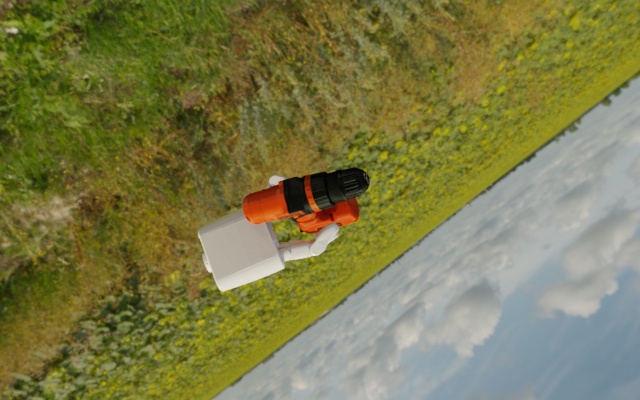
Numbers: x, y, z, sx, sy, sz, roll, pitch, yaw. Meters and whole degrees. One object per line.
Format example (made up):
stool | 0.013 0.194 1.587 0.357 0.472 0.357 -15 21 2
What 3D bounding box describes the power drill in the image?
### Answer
power drill | 0.000 0.003 0.721 0.184 0.057 0.188 -13 -14 16
